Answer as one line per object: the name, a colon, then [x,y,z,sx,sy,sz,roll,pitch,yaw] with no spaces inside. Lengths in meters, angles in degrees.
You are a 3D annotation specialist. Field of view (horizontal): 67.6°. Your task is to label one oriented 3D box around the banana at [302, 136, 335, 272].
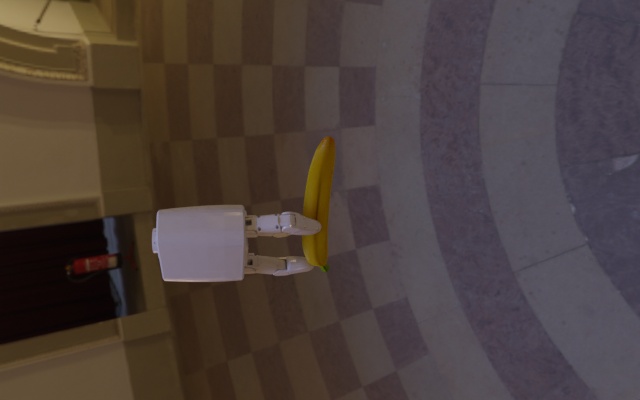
banana: [-0.003,0.006,0.668,0.037,0.198,0.069,4,3,8]
